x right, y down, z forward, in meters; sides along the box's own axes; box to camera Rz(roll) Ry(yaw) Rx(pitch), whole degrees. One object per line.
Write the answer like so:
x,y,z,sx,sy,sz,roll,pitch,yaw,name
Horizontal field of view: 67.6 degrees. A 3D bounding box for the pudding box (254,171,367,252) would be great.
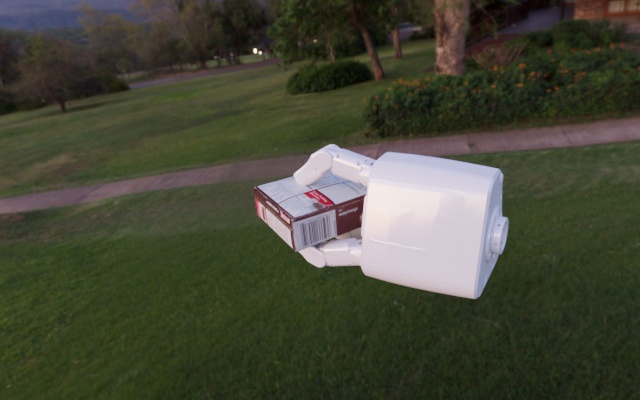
0.000,0.001,0.497,0.113,0.039,0.090,-17,29,-26,pudding box
